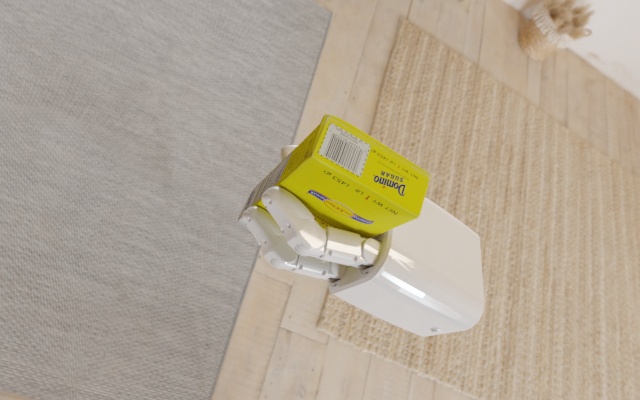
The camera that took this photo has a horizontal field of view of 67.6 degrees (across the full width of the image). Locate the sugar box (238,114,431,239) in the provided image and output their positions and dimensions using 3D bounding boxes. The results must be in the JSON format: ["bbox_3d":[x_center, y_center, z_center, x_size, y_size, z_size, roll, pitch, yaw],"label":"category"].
[{"bbox_3d":[0.000,0.002,0.405,0.093,0.048,0.176,29,-30,-14],"label":"sugar box"}]
